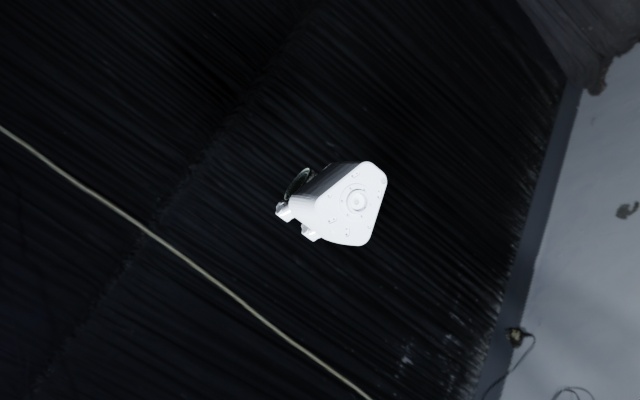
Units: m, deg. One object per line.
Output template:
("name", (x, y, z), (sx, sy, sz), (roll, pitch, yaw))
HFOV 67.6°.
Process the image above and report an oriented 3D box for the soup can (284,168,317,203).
("soup can", (0.000, 0.002, 0.780), (0.102, 0.068, 0.068), (38, -13, -18))
